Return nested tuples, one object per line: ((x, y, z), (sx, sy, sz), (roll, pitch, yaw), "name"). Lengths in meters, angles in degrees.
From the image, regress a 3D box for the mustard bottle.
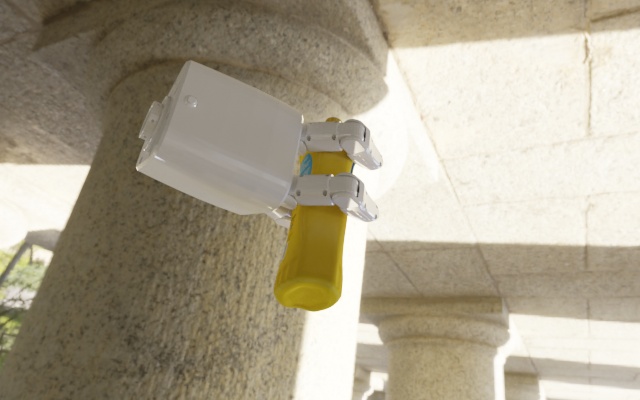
((0.000, 0.002, 0.454), (0.058, 0.191, 0.096), (11, -28, -5), "mustard bottle")
